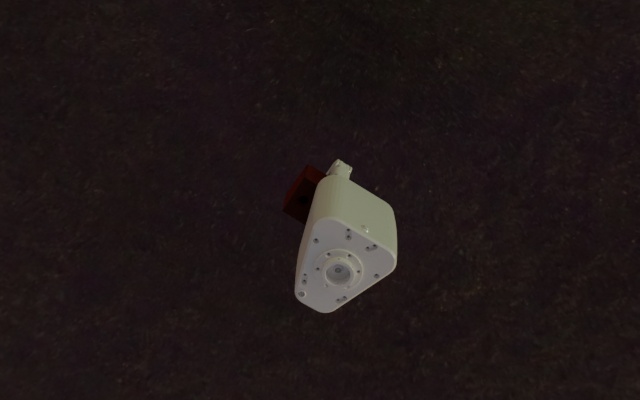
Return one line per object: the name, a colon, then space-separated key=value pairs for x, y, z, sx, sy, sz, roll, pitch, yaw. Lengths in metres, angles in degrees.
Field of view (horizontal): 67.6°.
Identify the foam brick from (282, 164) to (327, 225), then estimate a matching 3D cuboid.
foam brick: x=0.000 y=0.002 z=0.589 sx=0.078 sy=0.053 sz=0.051 roll=31 pitch=23 yaw=-9
